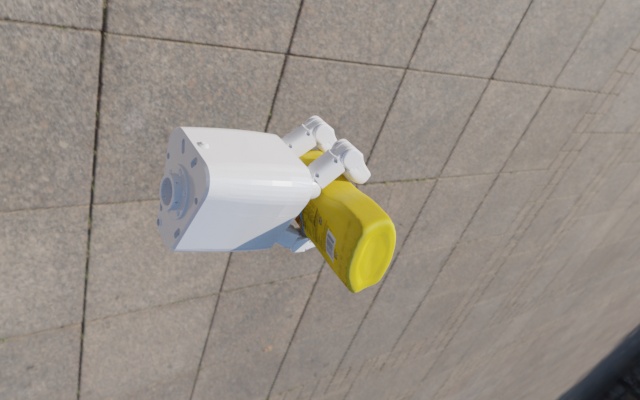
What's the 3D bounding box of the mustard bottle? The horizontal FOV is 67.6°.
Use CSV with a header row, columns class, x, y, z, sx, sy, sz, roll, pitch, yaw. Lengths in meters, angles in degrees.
class,x,y,z,sx,sy,sz,roll,pitch,yaw
mustard bottle,0.001,0.002,0.511,0.058,0.096,0.191,-21,47,-24
